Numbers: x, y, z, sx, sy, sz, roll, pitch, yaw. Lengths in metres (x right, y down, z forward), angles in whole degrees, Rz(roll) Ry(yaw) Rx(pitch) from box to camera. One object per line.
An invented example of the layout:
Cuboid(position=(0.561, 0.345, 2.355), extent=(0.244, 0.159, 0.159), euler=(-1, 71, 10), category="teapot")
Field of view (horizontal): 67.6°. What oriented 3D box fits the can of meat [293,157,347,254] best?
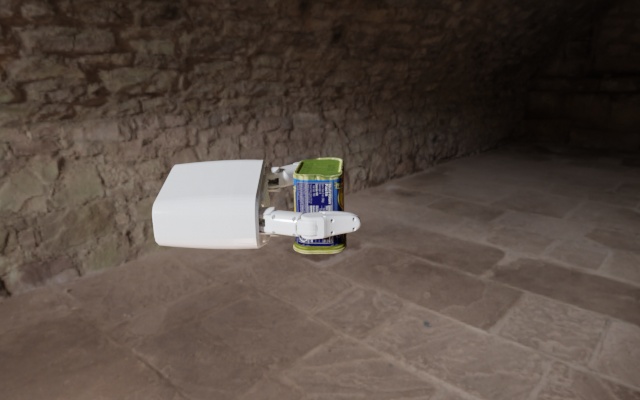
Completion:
Cuboid(position=(0.000, 0.001, 0.531), extent=(0.057, 0.084, 0.102), euler=(-1, 16, 4), category="can of meat")
